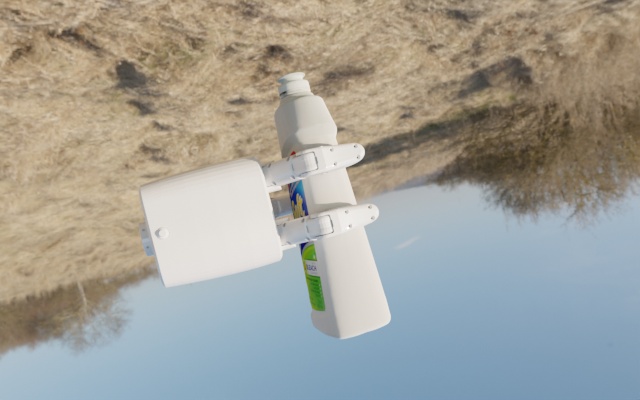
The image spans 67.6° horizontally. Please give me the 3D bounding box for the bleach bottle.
[{"bbox_3d":[0.000,0.002,0.474,0.068,0.251,0.102,-14,-1,-15],"label":"bleach bottle"}]
